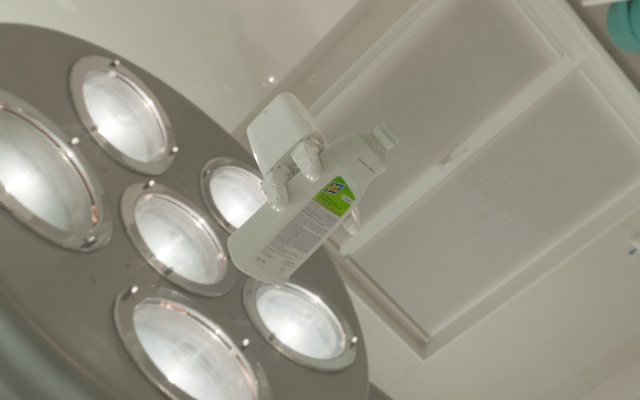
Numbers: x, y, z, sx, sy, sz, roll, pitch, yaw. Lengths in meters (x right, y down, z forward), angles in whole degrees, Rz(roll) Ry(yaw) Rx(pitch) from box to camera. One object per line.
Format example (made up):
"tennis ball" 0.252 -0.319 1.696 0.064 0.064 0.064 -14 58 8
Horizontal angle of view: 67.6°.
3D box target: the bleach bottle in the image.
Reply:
"bleach bottle" 0.000 0.002 0.604 0.251 0.068 0.103 -42 -43 15
